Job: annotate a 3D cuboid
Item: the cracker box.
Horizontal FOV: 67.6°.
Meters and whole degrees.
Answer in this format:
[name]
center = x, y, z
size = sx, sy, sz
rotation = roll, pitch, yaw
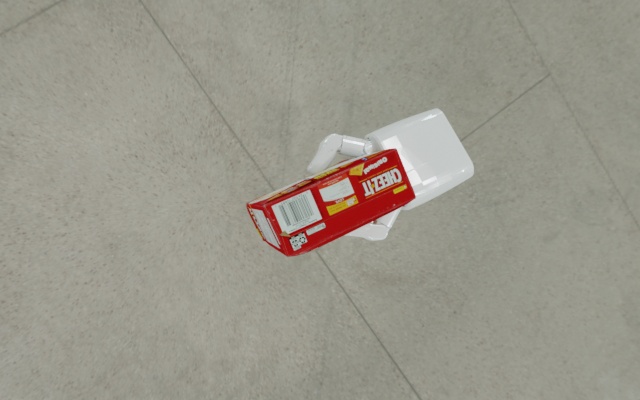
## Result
[cracker box]
center = 0.000, 0.002, 0.615
size = 0.164, 0.072, 0.213
rotation = -24, 5, -13
